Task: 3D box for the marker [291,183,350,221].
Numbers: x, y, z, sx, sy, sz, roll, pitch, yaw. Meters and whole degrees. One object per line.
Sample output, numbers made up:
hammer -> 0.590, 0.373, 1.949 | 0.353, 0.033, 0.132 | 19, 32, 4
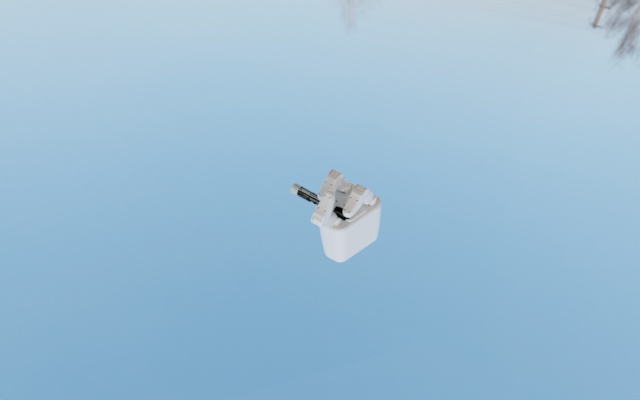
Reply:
marker -> 0.000, 0.003, 0.826 | 0.121, 0.020, 0.020 | 28, 13, 26
